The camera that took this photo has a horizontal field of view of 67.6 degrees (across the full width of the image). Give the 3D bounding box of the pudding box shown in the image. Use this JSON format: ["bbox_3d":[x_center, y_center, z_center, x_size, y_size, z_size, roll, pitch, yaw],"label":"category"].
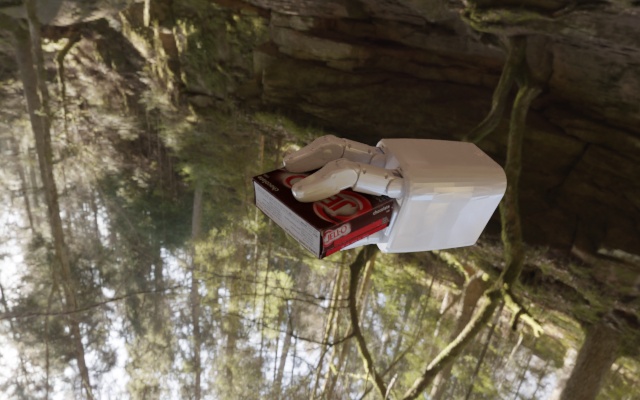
[{"bbox_3d":[0.000,0.002,0.467,0.090,0.039,0.113,-21,38,-34],"label":"pudding box"}]
